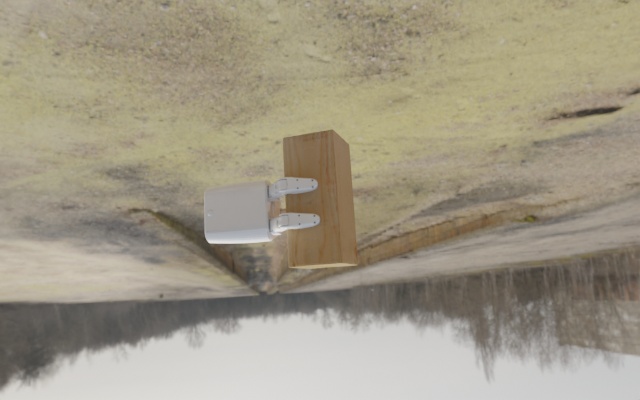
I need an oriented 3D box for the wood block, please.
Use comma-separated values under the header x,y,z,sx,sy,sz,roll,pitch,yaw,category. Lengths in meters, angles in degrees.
x,y,z,sx,sy,sz,roll,pitch,yaw,category
0.000,0.003,0.770,0.090,0.206,0.091,-7,-11,19,wood block
